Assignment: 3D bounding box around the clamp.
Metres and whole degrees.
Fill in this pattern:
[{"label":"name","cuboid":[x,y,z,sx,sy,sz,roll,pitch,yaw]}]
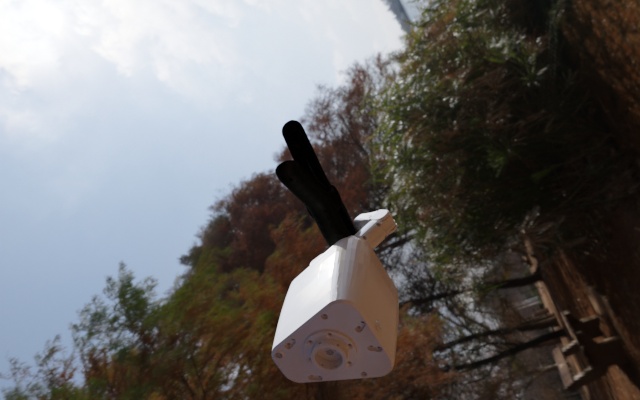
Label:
[{"label":"clamp","cuboid":[0.000,0.002,0.516,0.039,0.171,0.120,-25,19,20]}]
